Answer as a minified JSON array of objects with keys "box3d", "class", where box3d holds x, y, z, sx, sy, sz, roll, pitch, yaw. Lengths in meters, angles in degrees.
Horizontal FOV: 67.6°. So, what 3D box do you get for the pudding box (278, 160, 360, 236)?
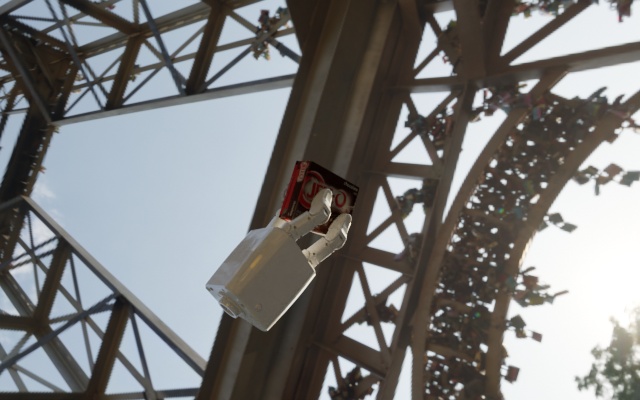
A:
[{"box3d":[0.000,0.002,0.703,0.039,0.090,0.113,8,-13,45],"class":"pudding box"}]
